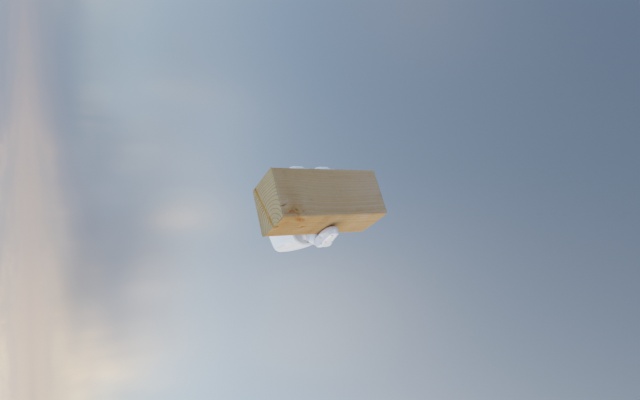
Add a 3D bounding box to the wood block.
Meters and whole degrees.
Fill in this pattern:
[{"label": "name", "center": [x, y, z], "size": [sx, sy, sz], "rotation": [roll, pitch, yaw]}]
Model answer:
[{"label": "wood block", "center": [0.000, 0.003, 0.836], "size": [0.206, 0.090, 0.090], "rotation": [-1, -25, -31]}]
